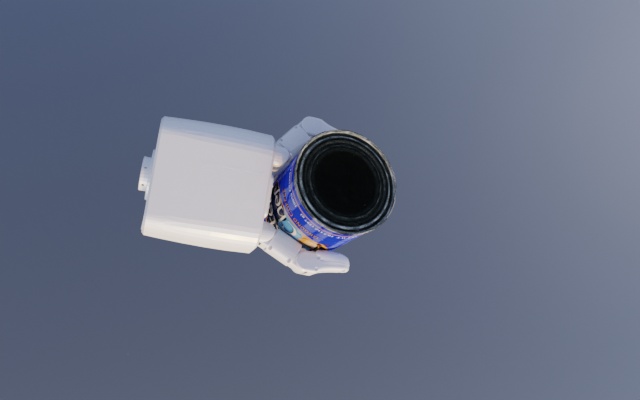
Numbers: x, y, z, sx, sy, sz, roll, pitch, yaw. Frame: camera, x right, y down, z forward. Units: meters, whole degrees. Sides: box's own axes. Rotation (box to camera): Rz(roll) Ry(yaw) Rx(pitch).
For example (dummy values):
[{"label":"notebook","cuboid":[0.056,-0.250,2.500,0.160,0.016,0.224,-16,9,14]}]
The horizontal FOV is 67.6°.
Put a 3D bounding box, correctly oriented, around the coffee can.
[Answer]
[{"label":"coffee can","cuboid":[0.000,0.002,0.498,0.103,0.102,0.140,0,-17,-22]}]
